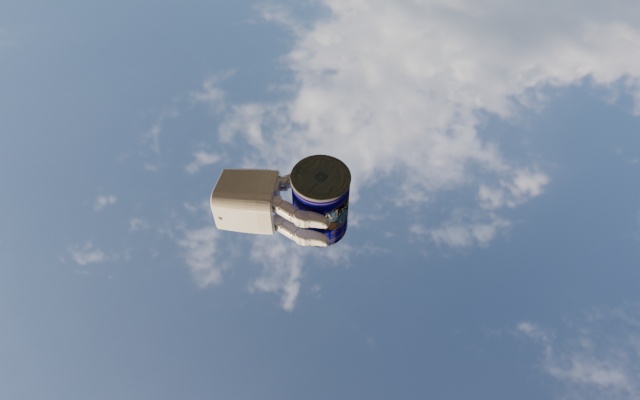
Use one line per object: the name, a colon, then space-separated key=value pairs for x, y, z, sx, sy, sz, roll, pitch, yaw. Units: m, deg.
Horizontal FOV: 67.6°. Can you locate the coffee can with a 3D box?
coffee can: x=0.000 y=0.003 z=0.853 sx=0.103 sy=0.102 sz=0.140 roll=0 pitch=-39 yaw=0
